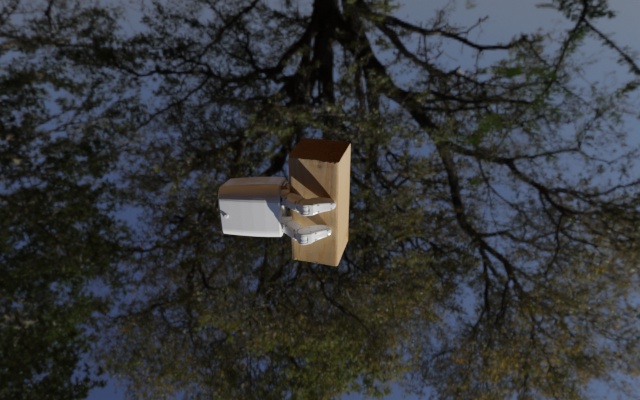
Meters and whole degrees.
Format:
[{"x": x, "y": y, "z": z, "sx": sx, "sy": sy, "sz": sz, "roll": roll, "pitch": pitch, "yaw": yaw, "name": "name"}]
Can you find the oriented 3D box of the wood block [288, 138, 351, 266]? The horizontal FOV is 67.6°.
[{"x": 0.000, "y": 0.003, "z": 0.858, "sx": 0.090, "sy": 0.206, "sz": 0.090, "roll": 7, "pitch": 31, "yaw": 13, "name": "wood block"}]
